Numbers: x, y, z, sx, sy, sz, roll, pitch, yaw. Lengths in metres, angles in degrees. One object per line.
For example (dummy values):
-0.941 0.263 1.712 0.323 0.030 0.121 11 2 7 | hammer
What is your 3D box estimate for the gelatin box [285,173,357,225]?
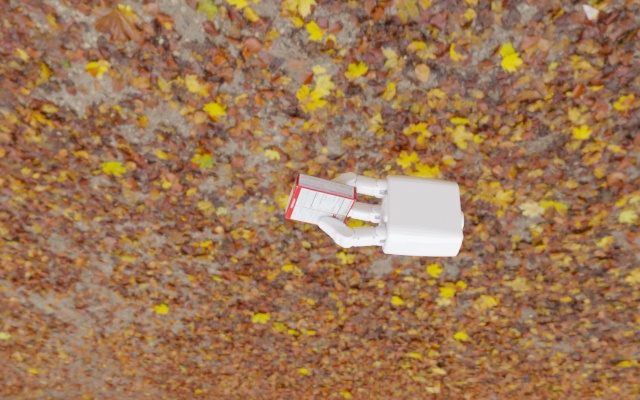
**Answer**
0.000 0.003 0.693 0.089 0.030 0.073 12 -42 -10 | gelatin box
